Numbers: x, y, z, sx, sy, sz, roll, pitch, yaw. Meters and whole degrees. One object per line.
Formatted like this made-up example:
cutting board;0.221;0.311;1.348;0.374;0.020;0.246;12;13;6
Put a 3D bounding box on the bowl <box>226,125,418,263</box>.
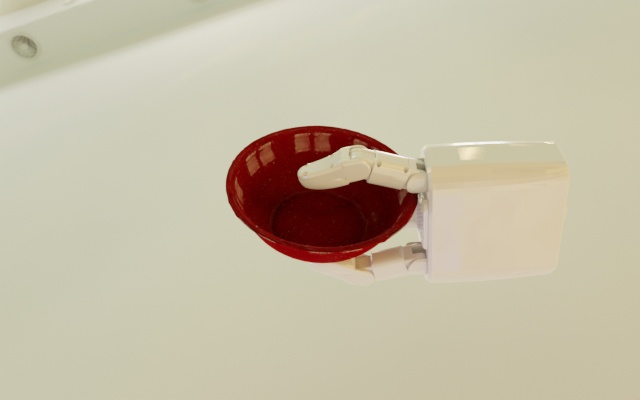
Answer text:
bowl;-0.001;0.001;0.419;0.162;0.055;0.162;3;43;-3
